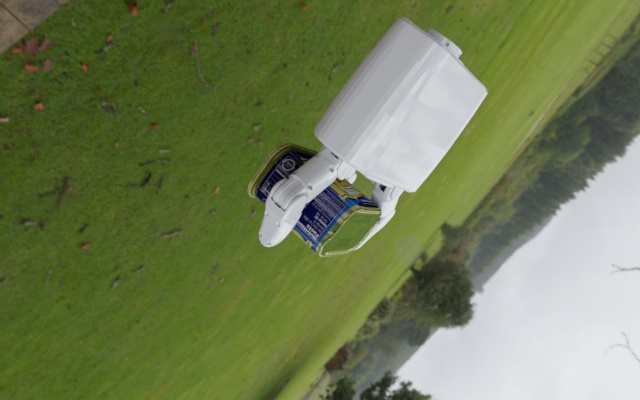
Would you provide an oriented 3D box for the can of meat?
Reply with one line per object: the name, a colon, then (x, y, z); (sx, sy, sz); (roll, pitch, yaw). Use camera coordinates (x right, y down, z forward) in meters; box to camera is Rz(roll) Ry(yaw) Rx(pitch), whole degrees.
can of meat: (0.000, 0.002, 0.417); (0.084, 0.057, 0.102); (42, 13, 19)
